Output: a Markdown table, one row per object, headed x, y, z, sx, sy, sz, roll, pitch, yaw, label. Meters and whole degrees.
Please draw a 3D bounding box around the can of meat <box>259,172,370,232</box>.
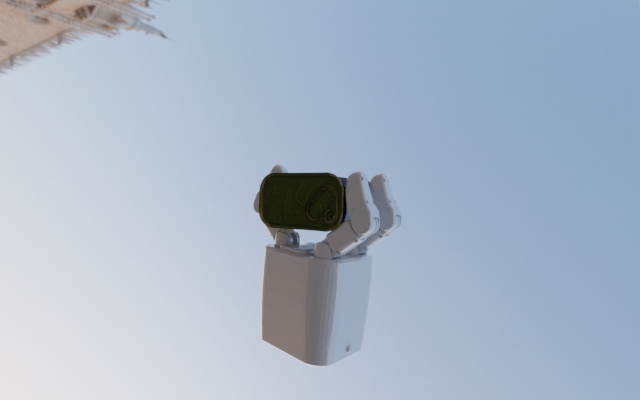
| x | y | z | sx | sy | sz | roll | pitch | yaw | label |
| --- | --- | --- | --- | --- | --- | --- | --- | --- | --- |
| 0.000 | 0.002 | 0.511 | 0.102 | 0.057 | 0.084 | 2 | -1 | 33 | can of meat |
